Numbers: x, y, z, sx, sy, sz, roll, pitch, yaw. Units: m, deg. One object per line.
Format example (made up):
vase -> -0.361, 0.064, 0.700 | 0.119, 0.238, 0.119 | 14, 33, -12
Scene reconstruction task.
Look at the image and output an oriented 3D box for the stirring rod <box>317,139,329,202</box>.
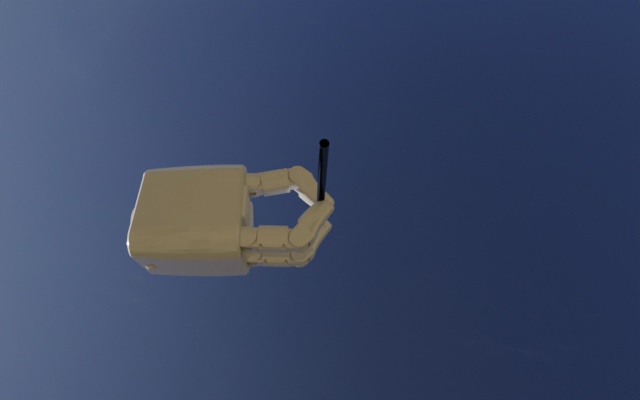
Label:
stirring rod -> 0.000, 0.001, 0.486 | 0.011, 0.011, 0.240 | 0, -23, -2
